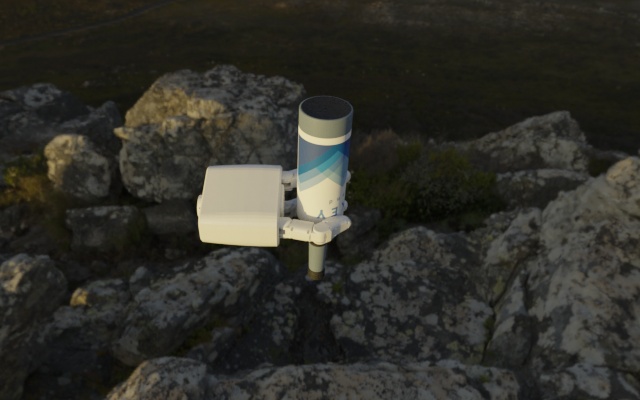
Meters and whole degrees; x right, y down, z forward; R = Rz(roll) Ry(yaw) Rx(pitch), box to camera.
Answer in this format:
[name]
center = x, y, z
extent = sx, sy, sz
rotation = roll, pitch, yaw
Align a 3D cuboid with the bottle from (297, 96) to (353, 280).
[bottle]
center = 0.000, 0.002, 0.673
extent = 0.069, 0.296, 0.069
rotation = 2, 38, -2
